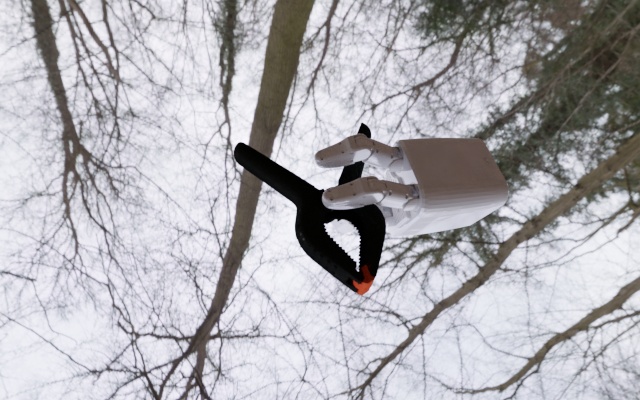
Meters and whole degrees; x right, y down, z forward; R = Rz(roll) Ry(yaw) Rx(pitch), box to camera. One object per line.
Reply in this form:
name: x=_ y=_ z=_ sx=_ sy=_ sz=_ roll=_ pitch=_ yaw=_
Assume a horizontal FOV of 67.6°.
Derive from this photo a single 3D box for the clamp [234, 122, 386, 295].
clamp: x=0.000 y=0.003 z=0.504 sx=0.164 sy=0.209 sz=0.036 roll=-6 pitch=-34 yaw=-13
